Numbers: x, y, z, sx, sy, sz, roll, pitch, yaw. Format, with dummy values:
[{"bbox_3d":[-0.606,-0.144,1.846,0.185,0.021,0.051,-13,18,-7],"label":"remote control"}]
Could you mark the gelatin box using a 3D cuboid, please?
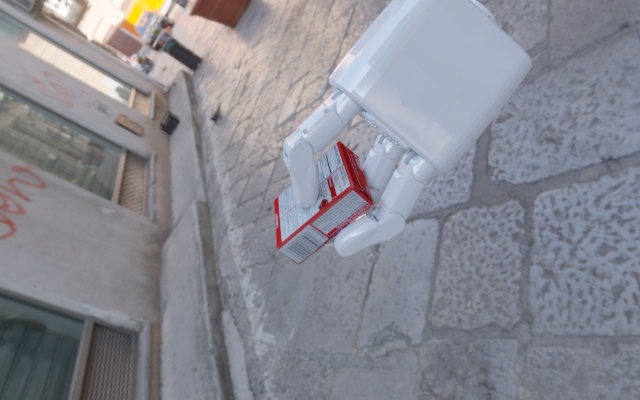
[{"bbox_3d":[-0.001,0.001,0.414,0.030,0.089,0.073,39,21,-29],"label":"gelatin box"}]
